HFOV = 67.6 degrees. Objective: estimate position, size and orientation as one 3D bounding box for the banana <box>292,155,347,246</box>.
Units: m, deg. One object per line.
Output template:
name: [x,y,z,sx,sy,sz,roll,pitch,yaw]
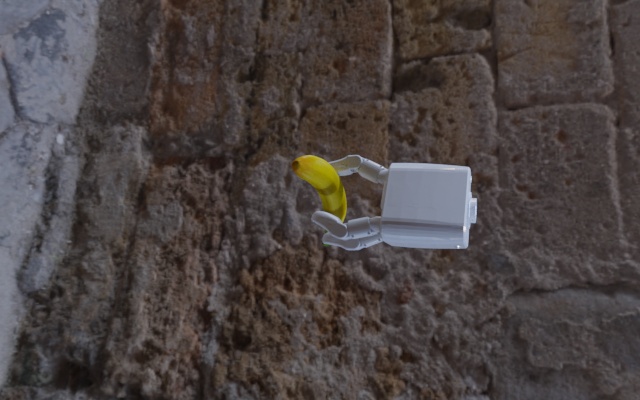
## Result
banana: [0.006,-0.011,0.675,0.037,0.069,0.198,7,-34,21]
